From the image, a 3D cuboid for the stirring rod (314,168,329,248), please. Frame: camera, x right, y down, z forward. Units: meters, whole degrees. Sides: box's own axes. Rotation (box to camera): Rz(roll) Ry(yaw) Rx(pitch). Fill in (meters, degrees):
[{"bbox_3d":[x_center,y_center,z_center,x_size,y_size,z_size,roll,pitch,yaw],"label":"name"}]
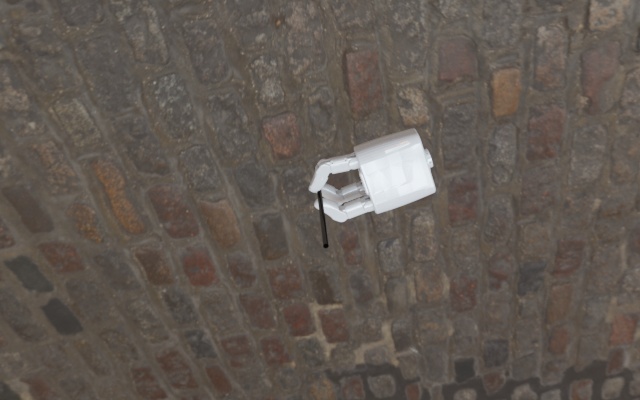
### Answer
[{"bbox_3d":[0.000,0.002,0.776,0.011,0.011,0.239,0,31,-4],"label":"stirring rod"}]
